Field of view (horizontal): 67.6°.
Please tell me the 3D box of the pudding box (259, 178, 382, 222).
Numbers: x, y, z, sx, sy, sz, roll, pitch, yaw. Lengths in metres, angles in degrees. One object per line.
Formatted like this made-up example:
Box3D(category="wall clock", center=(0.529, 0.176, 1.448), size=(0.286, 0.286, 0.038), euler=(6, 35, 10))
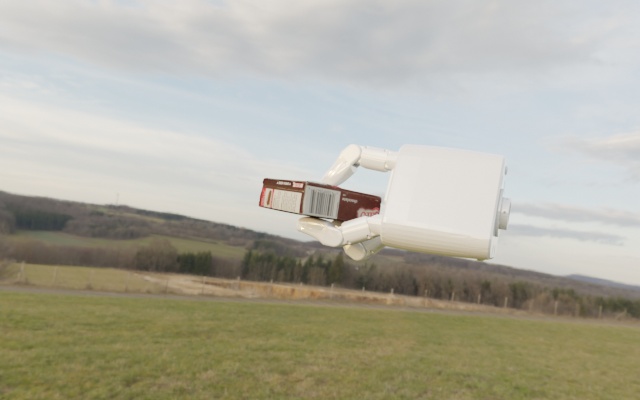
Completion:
Box3D(category="pudding box", center=(0.000, 0.002, 0.552), size=(0.113, 0.039, 0.090), euler=(12, -3, -37))
